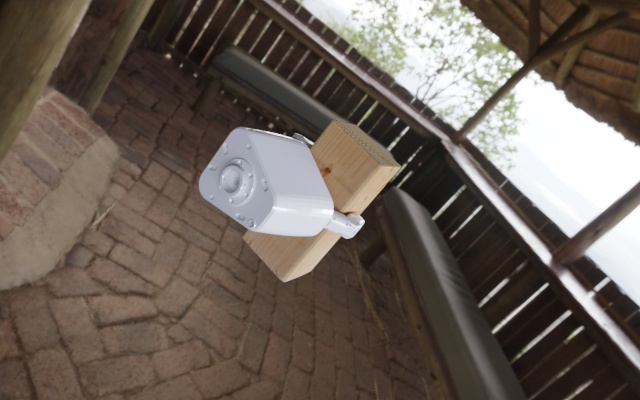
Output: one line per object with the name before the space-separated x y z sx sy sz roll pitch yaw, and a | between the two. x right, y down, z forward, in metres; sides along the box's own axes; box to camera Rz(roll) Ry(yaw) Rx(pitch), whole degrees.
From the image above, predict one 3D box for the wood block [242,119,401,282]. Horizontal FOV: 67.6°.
wood block | 0.000 0.002 0.650 0.091 0.206 0.090 45 20 16
